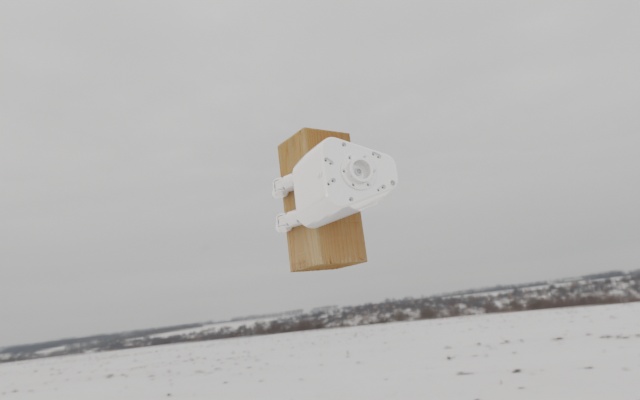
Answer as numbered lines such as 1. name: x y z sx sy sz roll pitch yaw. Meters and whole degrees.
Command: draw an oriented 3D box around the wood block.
1. wood block: 0.001 0.002 0.748 0.091 0.206 0.090 2 -16 -33
